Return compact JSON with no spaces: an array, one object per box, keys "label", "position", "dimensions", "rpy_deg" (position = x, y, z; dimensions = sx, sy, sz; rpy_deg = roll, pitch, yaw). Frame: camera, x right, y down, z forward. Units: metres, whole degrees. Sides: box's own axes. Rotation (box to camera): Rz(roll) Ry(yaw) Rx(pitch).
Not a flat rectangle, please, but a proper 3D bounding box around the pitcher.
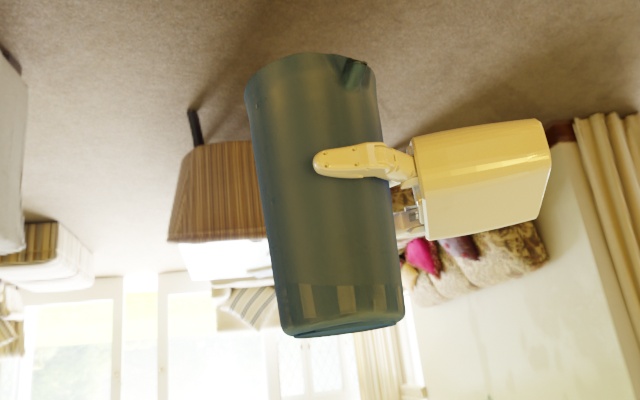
[{"label":"pitcher","position":[0.000,0.001,0.452],"dimensions":[0.145,0.242,0.149],"rpy_deg":[-11,-19,10]}]
